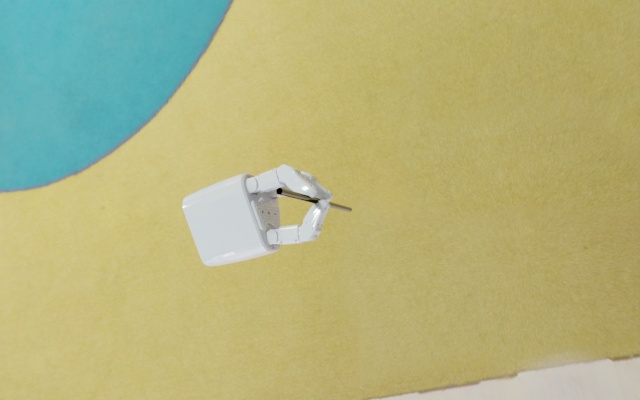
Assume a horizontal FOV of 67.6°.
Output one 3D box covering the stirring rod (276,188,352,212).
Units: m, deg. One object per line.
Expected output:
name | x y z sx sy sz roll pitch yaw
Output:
stirring rod | 0.000 0.002 0.645 0.011 0.011 0.239 0 -6 23
